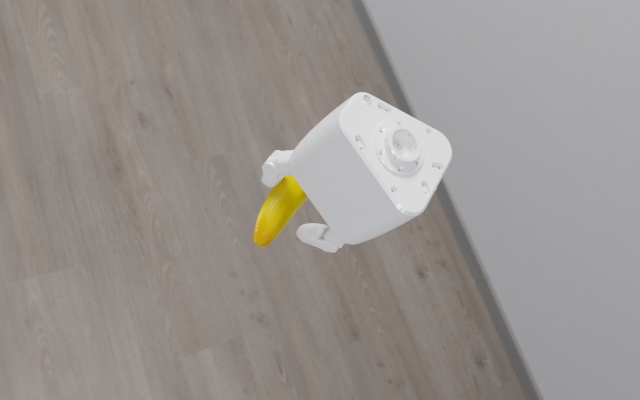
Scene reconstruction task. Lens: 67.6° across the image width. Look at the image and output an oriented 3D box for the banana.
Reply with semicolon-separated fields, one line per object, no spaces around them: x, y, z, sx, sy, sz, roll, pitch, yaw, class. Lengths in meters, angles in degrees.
-0.006;-0.016;0.566;0.197;0.069;0.037;-27;2;-31;banana
